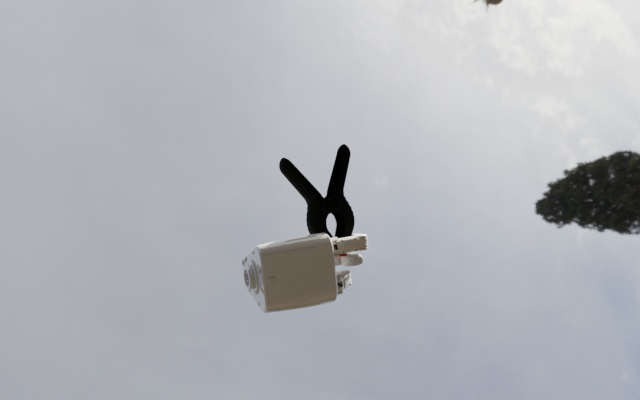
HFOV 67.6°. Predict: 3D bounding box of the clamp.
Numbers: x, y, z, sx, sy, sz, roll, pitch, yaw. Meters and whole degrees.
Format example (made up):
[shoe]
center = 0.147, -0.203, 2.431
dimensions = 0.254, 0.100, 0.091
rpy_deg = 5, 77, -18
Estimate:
[clamp]
center = 0.000, 0.003, 0.718
dimensions = 0.120, 0.171, 0.039
rpy_deg = -6, -2, -23
